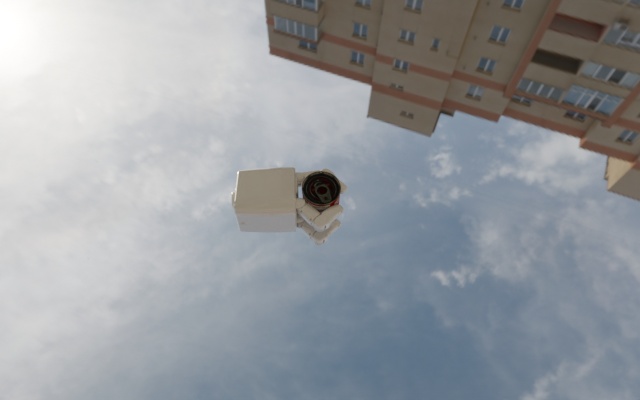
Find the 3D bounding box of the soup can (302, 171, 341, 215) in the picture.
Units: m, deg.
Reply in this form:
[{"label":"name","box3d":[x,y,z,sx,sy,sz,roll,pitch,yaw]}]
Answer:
[{"label":"soup can","box3d":[0.001,0.003,0.865,0.068,0.068,0.102,0,-30,-2]}]
